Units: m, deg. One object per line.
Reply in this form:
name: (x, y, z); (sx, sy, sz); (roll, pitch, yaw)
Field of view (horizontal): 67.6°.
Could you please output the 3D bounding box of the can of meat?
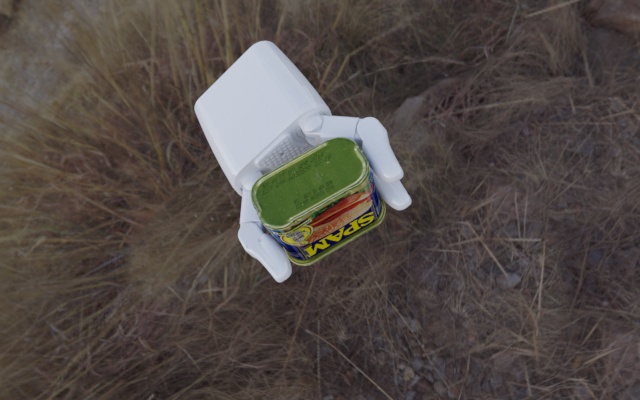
can of meat: (0.000, 0.001, 0.409); (0.102, 0.057, 0.084); (-30, -29, -1)
